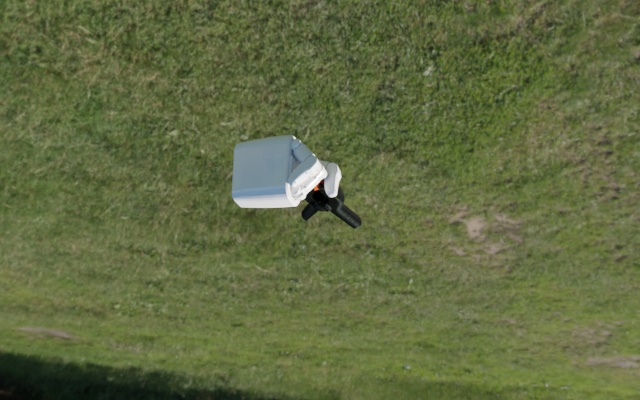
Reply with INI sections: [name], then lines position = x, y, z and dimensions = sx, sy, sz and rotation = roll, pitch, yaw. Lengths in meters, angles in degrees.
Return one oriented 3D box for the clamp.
[clamp]
position = 0.000, 0.003, 0.877
dimensions = 0.120, 0.039, 0.172
rotation = -1, -32, 21
